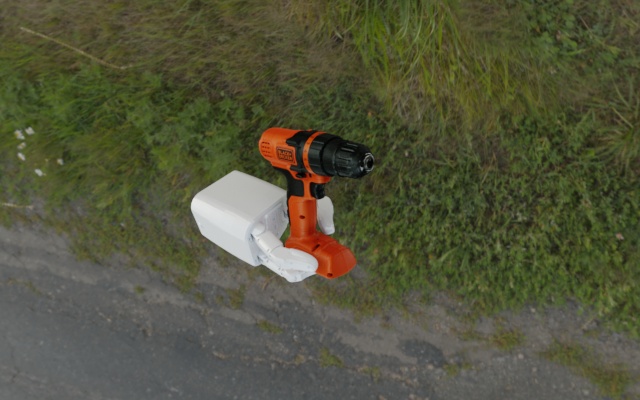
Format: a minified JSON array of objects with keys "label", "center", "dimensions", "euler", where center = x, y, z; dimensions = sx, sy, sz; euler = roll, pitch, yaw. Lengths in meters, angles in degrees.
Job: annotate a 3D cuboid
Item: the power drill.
[{"label":"power drill","center":[0.000,0.002,0.612],"dimensions":[0.057,0.188,0.184],"euler":[-23,27,-36]}]
